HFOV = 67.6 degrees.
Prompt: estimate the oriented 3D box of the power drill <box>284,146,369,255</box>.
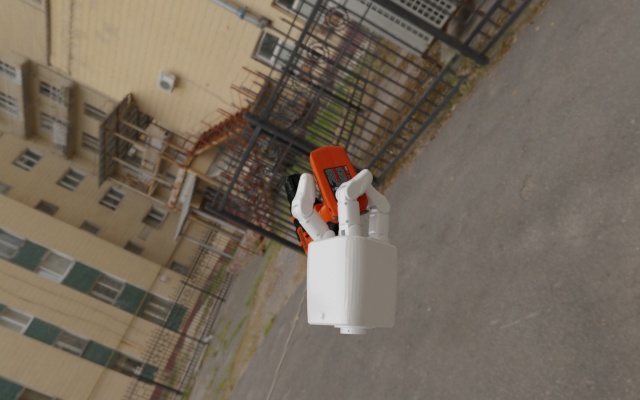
[{"bbox_3d":[0.000,0.002,0.709,0.057,0.184,0.188,-15,-25,-20],"label":"power drill"}]
